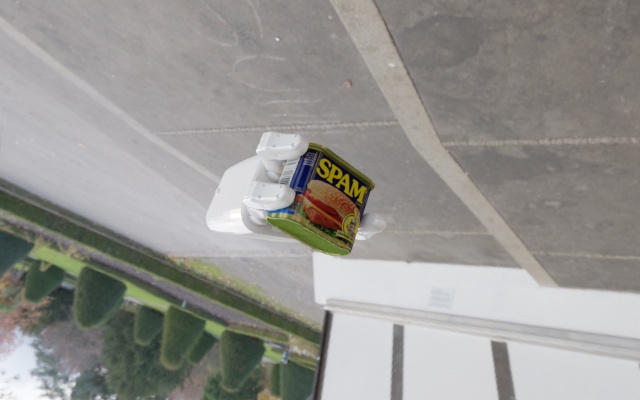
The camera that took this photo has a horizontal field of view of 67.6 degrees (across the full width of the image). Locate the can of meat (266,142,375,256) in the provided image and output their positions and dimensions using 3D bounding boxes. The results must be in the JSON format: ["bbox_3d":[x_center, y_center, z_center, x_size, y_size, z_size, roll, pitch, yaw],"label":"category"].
[{"bbox_3d":[0.000,0.002,0.498,0.102,0.084,0.057,32,-23,-33],"label":"can of meat"}]
